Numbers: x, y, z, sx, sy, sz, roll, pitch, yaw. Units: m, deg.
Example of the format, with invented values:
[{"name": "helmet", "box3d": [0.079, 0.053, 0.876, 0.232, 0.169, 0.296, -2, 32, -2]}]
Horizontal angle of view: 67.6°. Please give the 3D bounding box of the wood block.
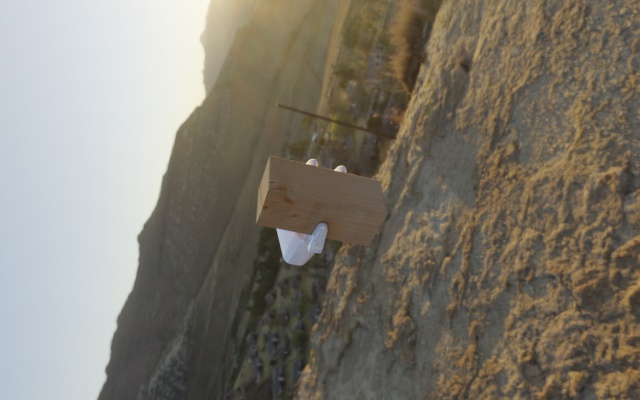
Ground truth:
[{"name": "wood block", "box3d": [0.000, 0.003, 0.835, 0.206, 0.090, 0.090, 12, -47, -15]}]
